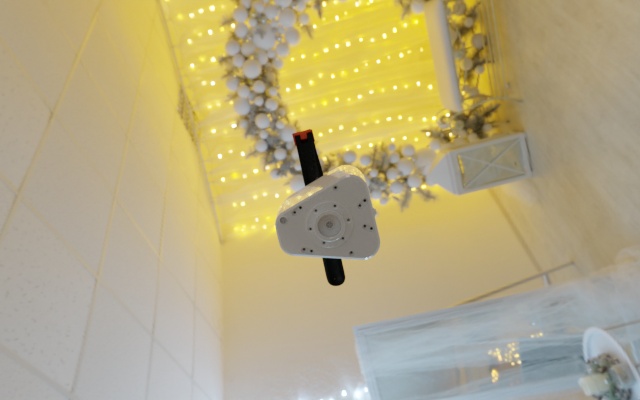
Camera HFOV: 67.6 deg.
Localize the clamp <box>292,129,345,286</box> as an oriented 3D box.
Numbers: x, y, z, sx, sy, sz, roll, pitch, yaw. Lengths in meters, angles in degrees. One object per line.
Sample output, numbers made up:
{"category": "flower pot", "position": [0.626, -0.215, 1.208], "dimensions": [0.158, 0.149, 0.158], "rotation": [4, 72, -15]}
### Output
{"category": "clamp", "position": [-0.001, 0.002, 0.693], "dimensions": [0.036, 0.210, 0.164], "rotation": [-14, 7, 3]}
